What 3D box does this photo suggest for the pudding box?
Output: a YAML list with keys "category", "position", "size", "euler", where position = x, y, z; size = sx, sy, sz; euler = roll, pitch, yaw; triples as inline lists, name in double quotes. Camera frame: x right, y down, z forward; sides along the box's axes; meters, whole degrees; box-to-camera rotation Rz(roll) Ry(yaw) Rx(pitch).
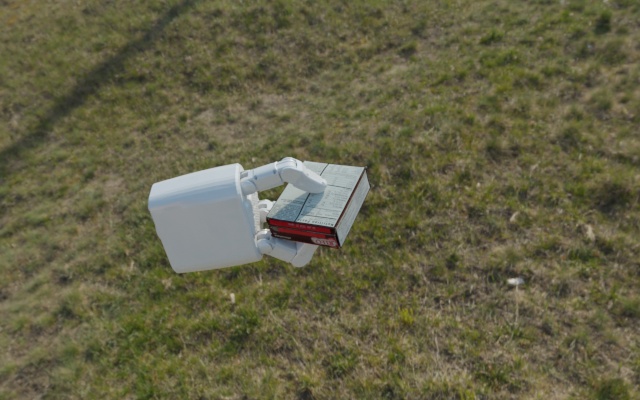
- category: "pudding box"
  position: [0.000, 0.002, 0.571]
  size: [0.090, 0.039, 0.113]
  euler: [9, 47, 24]
